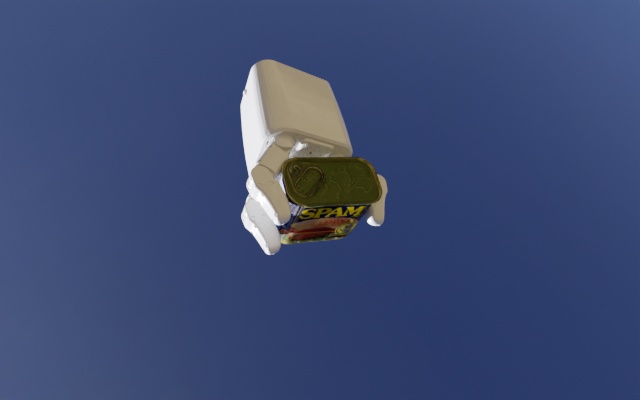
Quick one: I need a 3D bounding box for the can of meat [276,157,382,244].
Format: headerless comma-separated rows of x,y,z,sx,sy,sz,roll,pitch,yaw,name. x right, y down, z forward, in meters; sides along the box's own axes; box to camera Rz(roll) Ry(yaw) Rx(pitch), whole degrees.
0.000,0.002,0.501,0.102,0.057,0.084,-3,-31,-23,can of meat
